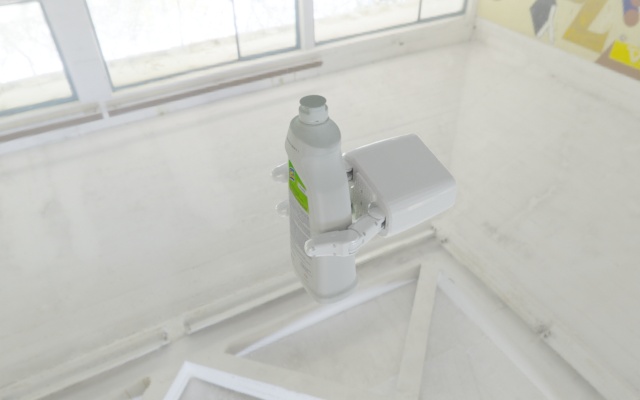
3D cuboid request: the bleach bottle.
[{"bbox_3d":[0.000,0.002,0.555,0.068,0.251,0.102,-21,42,-22],"label":"bleach bottle"}]
